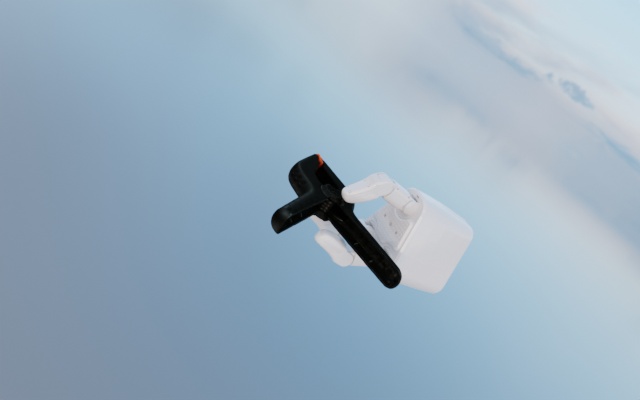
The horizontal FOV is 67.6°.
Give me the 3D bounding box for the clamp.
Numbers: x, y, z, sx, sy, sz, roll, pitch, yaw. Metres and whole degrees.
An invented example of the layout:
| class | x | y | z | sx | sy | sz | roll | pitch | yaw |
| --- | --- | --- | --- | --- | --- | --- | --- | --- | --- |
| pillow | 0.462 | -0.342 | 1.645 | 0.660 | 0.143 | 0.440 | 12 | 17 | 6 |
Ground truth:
| class | x | y | z | sx | sy | sz | roll | pitch | yaw |
| --- | --- | --- | --- | --- | --- | --- | --- | --- | --- |
| clamp | 0.001 | 0.001 | 0.554 | 0.164 | 0.036 | 0.209 | 27 | 25 | -33 |
